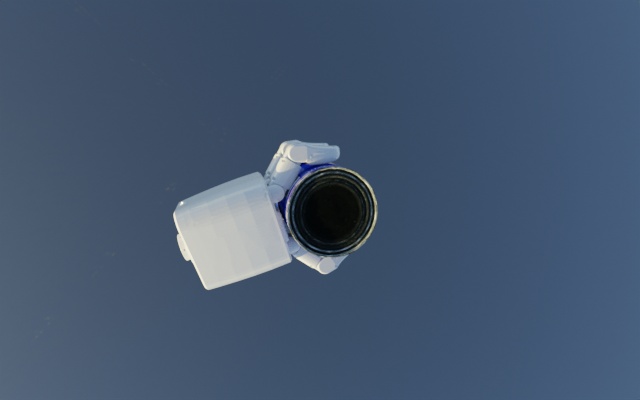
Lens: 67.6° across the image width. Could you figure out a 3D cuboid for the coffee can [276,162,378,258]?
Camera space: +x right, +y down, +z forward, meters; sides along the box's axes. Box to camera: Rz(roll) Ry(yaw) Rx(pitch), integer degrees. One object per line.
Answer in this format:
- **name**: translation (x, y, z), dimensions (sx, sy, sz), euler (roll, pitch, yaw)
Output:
- **coffee can**: translation (0.000, 0.002, 0.587), dimensions (0.103, 0.103, 0.140), euler (0, 10, -12)
